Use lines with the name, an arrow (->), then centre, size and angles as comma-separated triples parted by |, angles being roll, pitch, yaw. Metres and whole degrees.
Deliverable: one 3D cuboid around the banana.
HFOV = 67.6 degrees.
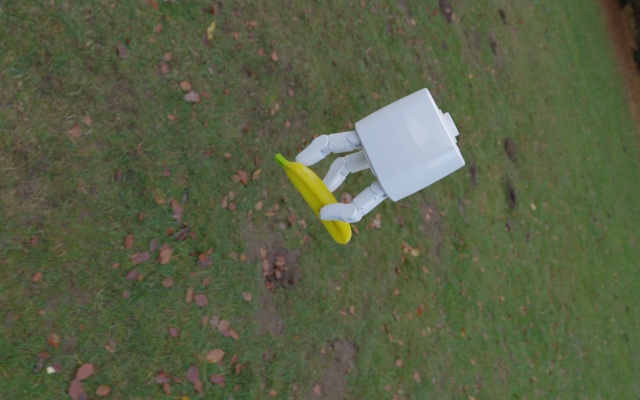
banana -> 0.005, 0.008, 0.707 | 0.037, 0.198, 0.069 | -37, 33, -2
